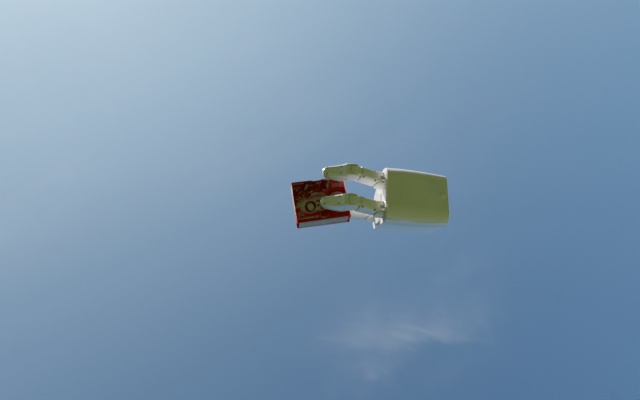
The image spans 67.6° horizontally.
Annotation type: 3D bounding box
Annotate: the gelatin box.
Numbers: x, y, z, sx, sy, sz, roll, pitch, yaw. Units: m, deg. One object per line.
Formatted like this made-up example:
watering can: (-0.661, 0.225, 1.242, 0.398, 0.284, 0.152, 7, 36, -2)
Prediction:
gelatin box: (0.000, 0.003, 0.781, 0.089, 0.073, 0.030, -7, -24, -6)
